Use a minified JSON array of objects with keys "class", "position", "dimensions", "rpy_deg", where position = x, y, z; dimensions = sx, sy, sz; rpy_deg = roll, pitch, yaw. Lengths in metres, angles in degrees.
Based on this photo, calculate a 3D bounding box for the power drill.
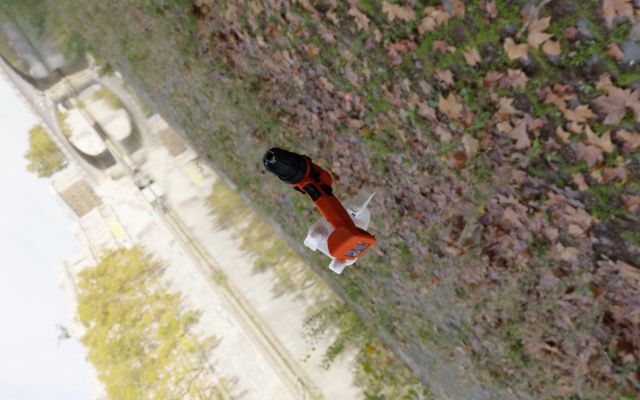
[{"class":"power drill","position":[0.000,0.003,0.756],"dimensions":[0.057,0.187,0.184],"rpy_deg":[-40,-25,16]}]
